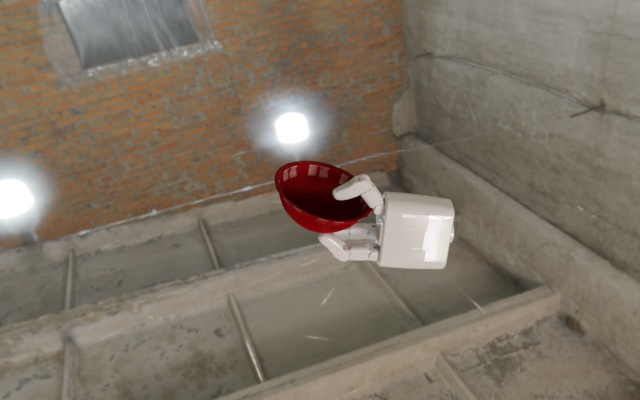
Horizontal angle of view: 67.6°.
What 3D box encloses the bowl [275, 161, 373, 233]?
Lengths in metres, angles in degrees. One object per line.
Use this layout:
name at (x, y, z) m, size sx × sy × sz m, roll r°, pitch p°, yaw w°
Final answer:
bowl at (-0.001, 0.002, 0.760) m, size 0.162 × 0.055 × 0.162 m, roll 13°, pitch 34°, yaw -9°
